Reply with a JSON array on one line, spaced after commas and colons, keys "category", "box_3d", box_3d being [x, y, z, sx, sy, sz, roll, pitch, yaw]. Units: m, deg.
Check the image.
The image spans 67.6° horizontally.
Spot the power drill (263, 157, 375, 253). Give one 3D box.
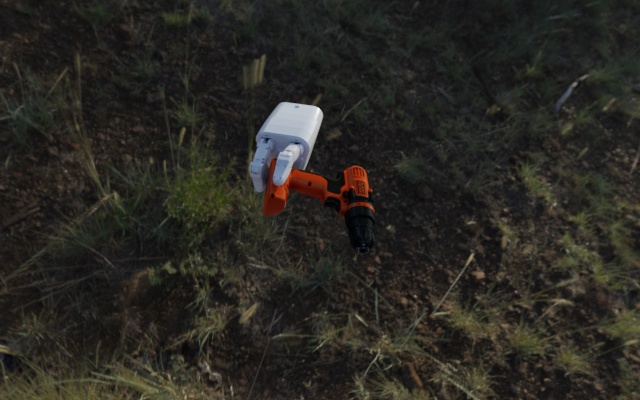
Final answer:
[{"category": "power drill", "box_3d": [0.000, 0.002, 0.806, 0.187, 0.184, 0.057, 11, -47, -14]}]
